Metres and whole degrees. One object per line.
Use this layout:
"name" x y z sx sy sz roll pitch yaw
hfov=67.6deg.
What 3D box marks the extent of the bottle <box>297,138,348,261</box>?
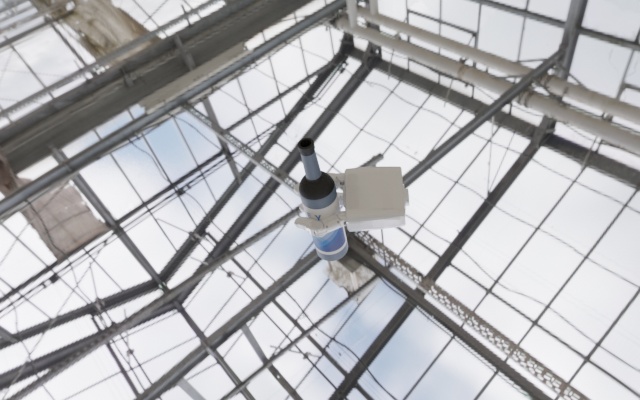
"bottle" 0.000 0.003 0.882 0.069 0.069 0.296 0 -41 13
